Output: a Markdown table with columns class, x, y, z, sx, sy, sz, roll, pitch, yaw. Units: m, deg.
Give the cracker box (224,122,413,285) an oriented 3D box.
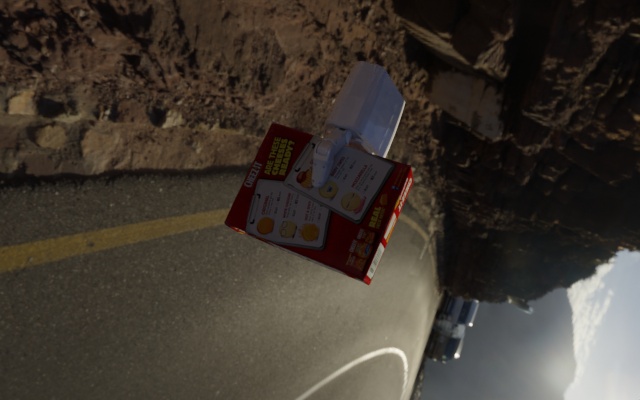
| class | x | y | z | sx | sy | sz | roll | pitch | yaw |
| --- | --- | --- | --- | --- | --- | --- | --- | --- | --- |
| cracker box | 0.000 | 0.002 | 0.666 | 0.213 | 0.164 | 0.072 | 20 | -12 | 20 |
